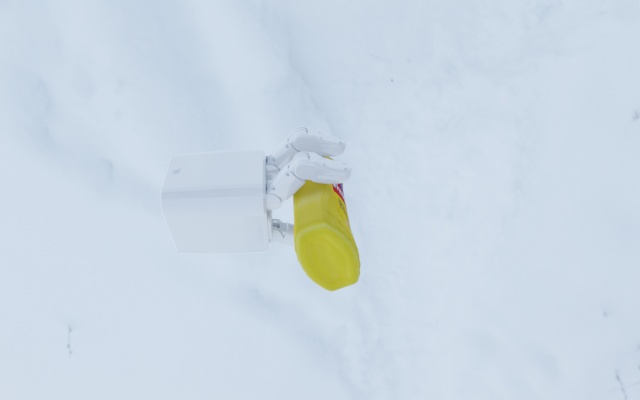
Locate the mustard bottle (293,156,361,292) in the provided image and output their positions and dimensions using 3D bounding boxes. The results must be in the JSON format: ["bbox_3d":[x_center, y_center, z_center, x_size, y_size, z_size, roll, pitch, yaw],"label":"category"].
[{"bbox_3d":[0.000,0.002,0.535,0.058,0.096,0.191,-22,36,10],"label":"mustard bottle"}]
